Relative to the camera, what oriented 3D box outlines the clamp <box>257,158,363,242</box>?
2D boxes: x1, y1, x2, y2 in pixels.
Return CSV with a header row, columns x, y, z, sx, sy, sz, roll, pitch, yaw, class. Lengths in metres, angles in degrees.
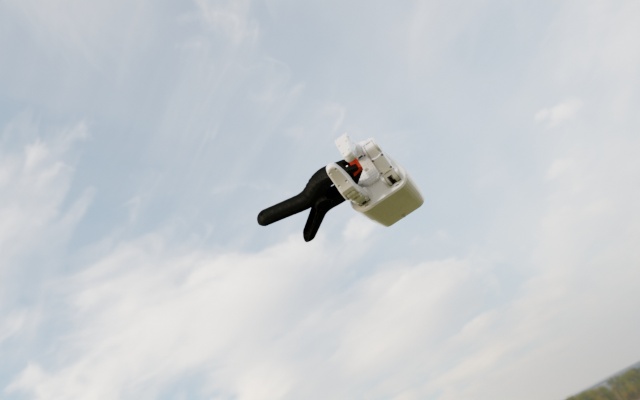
x,y,z,sx,sy,sz,roll,pitch,yaw,class
0.000,0.002,0.723,0.171,0.039,0.120,-35,-31,14,clamp
